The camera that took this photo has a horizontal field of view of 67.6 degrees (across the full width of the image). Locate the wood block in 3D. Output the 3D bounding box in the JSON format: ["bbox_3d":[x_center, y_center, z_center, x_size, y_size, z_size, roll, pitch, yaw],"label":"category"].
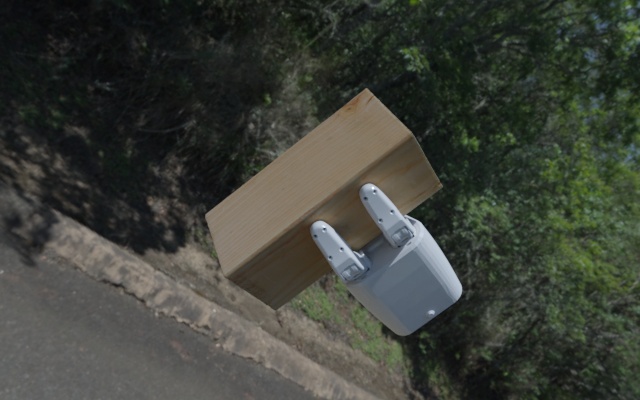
[{"bbox_3d":[0.000,0.001,0.472,0.090,0.206,0.090,47,8,-44],"label":"wood block"}]
